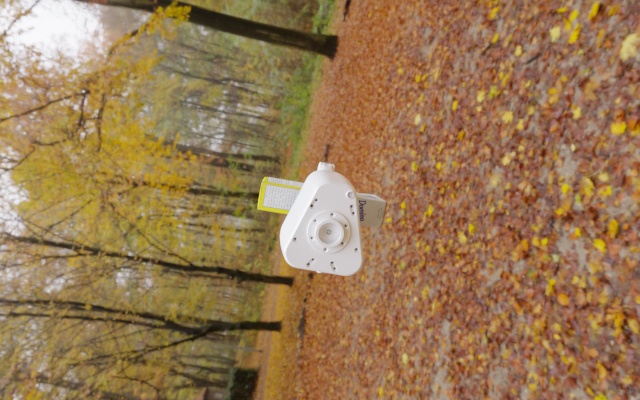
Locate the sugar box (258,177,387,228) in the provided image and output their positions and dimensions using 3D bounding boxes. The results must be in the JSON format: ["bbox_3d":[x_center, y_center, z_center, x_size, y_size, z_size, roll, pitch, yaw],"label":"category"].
[{"bbox_3d":[0.000,0.003,0.697,0.176,0.048,0.093,11,6,-6],"label":"sugar box"}]
